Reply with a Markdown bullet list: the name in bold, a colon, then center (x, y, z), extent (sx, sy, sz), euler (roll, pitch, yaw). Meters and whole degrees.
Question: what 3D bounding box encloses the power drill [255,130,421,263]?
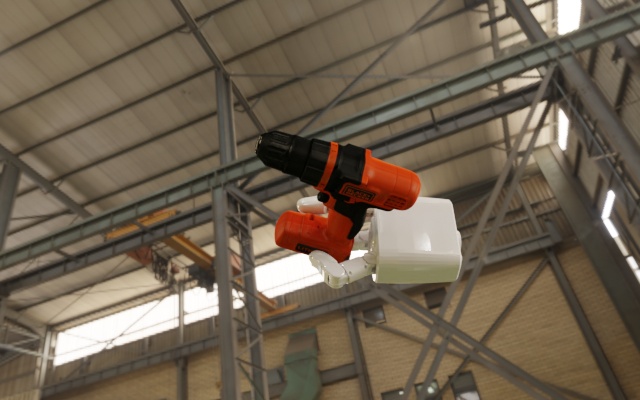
- **power drill**: center (0.000, 0.002, 0.569), extent (0.184, 0.057, 0.188), euler (18, -34, -8)
